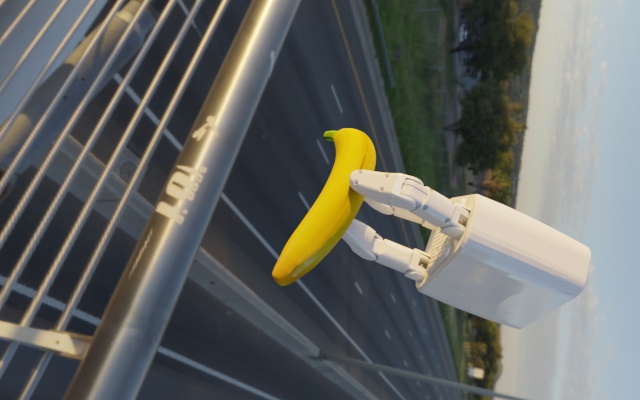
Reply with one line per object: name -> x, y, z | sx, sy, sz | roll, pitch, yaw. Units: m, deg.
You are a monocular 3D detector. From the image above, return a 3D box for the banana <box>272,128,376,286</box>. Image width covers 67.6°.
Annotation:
banana -> 0.013, -0.008, 0.432 | 0.037, 0.197, 0.070 | 42, -47, -21
